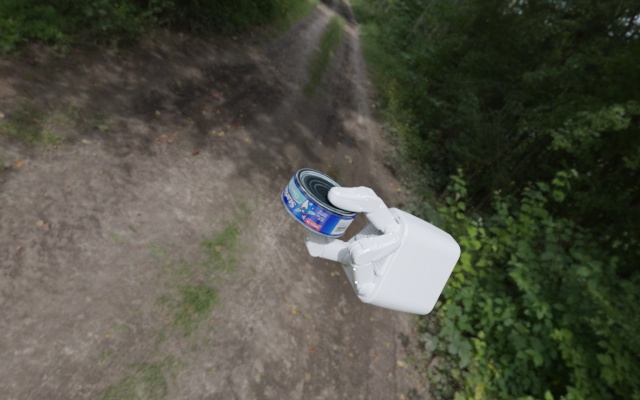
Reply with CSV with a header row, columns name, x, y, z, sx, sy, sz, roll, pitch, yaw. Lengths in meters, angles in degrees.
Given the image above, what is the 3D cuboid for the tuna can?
name,x,y,z,sx,sy,sz,roll,pitch,yaw
tuna can,0.000,0.001,0.546,0.086,0.034,0.086,28,25,-14
